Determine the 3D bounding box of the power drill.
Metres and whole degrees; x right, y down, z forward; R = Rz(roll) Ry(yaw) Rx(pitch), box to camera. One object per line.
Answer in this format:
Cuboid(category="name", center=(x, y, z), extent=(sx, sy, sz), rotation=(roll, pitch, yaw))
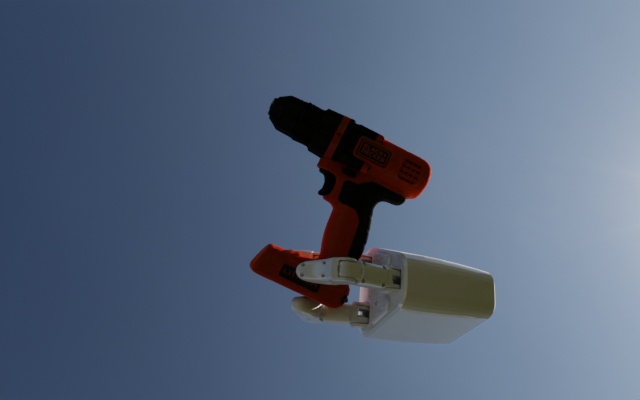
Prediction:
Cuboid(category="power drill", center=(0.000, 0.002, 0.499), extent=(0.184, 0.187, 0.057), rotation=(26, -3, 1))
